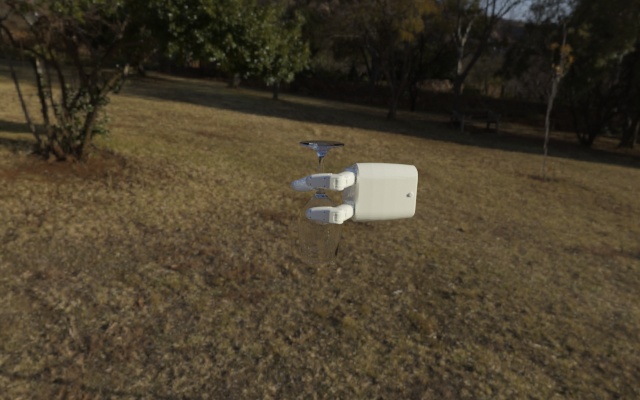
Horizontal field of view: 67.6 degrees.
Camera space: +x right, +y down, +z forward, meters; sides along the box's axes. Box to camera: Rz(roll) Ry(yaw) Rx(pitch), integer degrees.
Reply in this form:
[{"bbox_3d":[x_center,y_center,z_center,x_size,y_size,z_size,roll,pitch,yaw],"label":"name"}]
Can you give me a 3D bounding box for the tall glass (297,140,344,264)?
[{"bbox_3d":[0.000,0.002,0.808,0.079,0.201,0.079,2,15,0],"label":"tall glass"}]
